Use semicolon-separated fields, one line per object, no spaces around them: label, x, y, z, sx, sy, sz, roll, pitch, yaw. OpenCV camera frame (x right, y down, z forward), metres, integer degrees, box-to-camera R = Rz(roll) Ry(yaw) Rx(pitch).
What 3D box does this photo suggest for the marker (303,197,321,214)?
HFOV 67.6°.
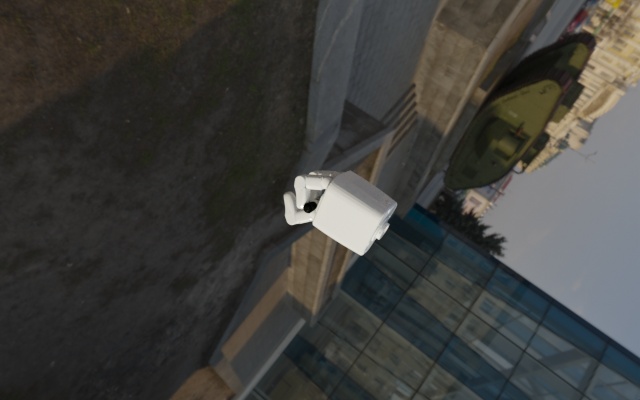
marker;0.000;0.003;0.871;0.020;0.020;0.121;0;11;24
